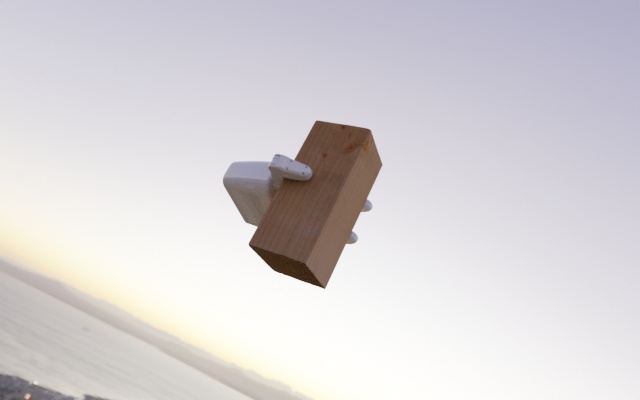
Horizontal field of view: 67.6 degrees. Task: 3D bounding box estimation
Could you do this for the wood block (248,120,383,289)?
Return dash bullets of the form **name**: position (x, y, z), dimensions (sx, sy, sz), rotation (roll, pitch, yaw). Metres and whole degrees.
- **wood block**: position (0.000, 0.002, 0.656), dimensions (0.090, 0.206, 0.091), rotation (15, -24, 28)
